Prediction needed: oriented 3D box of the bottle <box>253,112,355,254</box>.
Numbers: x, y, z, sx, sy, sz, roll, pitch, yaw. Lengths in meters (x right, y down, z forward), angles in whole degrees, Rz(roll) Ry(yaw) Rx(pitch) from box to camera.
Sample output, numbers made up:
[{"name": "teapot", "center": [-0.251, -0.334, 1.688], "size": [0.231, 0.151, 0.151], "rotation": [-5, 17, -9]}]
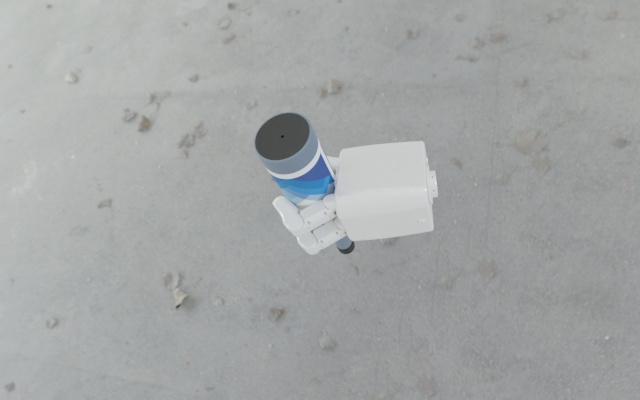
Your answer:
[{"name": "bottle", "center": [0.000, 0.002, 0.630], "size": [0.069, 0.069, 0.296], "rotation": [0, -29, 18]}]
